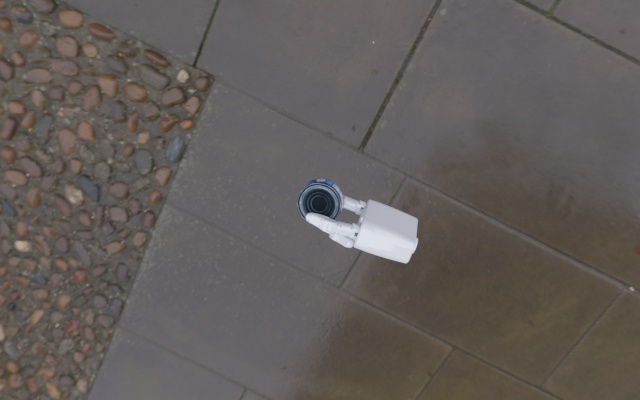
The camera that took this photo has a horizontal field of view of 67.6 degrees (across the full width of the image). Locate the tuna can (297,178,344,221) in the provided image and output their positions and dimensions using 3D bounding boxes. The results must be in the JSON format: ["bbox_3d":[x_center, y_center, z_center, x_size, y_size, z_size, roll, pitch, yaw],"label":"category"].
[{"bbox_3d":[0.000,0.003,0.899,0.086,0.086,0.033,0,16,12],"label":"tuna can"}]
